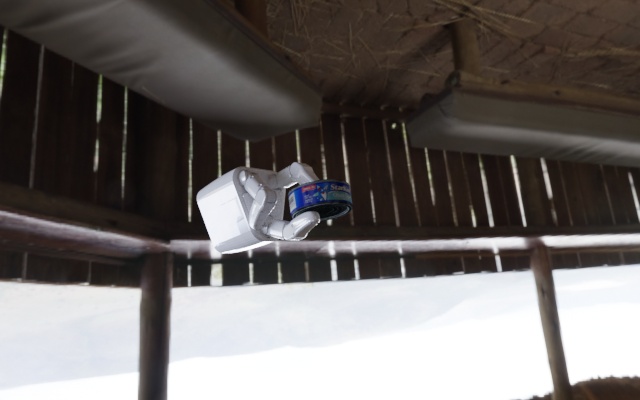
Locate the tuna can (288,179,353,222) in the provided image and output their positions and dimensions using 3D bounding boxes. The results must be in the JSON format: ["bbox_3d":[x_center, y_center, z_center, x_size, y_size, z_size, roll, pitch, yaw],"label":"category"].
[{"bbox_3d":[0.000,0.003,0.650,0.086,0.033,0.086,-8,-18,-3],"label":"tuna can"}]
